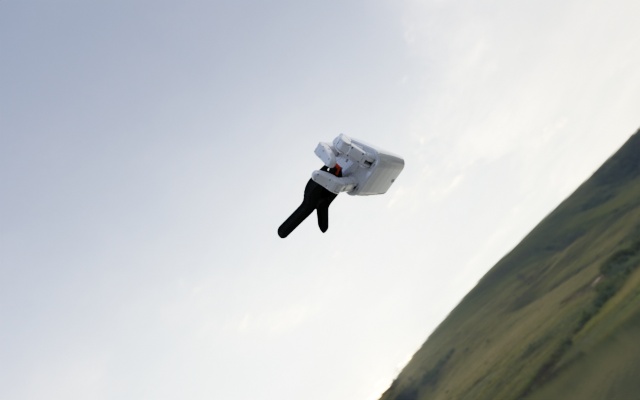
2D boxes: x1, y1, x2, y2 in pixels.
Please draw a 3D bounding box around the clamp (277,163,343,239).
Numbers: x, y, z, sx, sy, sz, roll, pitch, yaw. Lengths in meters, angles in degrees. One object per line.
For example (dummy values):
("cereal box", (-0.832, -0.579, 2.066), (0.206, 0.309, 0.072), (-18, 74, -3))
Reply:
("clamp", (0.000, 0.002, 0.884), (0.039, 0.171, 0.120), (46, 25, 28))
